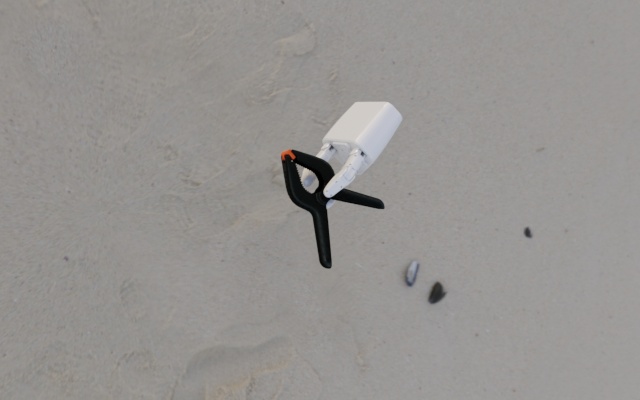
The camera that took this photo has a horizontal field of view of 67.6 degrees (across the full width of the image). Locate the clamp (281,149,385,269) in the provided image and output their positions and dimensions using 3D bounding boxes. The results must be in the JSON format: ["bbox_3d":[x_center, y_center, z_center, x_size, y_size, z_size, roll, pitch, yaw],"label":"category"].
[{"bbox_3d":[0.000,0.002,0.823,0.210,0.164,0.036,43,-20,-18],"label":"clamp"}]
